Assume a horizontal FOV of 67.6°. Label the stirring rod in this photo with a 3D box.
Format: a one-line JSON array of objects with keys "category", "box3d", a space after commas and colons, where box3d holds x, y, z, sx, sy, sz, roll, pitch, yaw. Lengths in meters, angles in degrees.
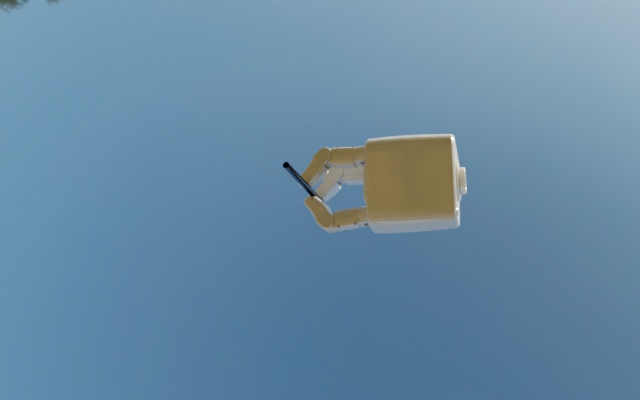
[{"category": "stirring rod", "box3d": [0.000, 0.002, 0.652, 0.011, 0.011, 0.240, 0, -21, 21]}]
